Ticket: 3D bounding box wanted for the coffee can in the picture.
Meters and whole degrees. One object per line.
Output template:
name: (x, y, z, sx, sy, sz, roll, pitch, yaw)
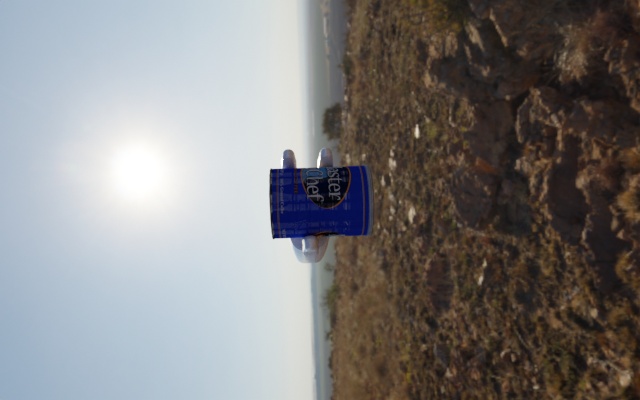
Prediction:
coffee can: (0.000, 0.002, 0.684, 0.140, 0.103, 0.103, -2, 0, -2)
